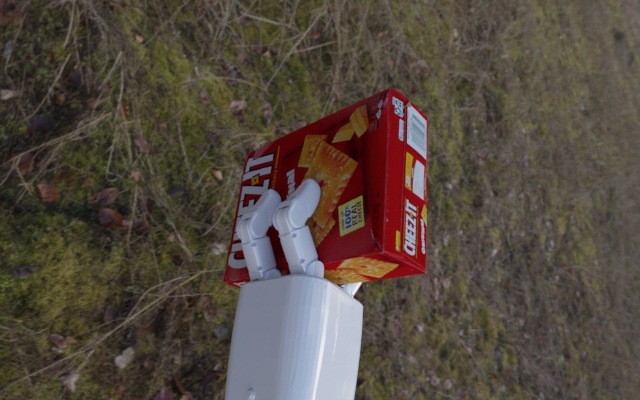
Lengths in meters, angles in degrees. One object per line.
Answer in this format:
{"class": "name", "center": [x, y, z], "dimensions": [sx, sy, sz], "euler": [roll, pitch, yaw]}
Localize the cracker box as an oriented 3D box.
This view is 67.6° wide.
{"class": "cracker box", "center": [0.000, 0.002, 0.482], "dimensions": [0.214, 0.164, 0.072], "euler": [-17, -34, 40]}
